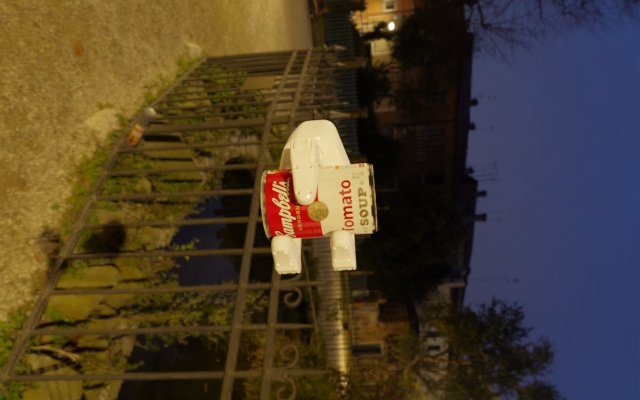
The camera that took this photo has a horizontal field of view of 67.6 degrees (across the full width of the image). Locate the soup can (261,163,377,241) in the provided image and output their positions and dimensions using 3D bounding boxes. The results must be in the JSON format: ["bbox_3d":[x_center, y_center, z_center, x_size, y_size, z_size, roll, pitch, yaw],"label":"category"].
[{"bbox_3d":[0.000,0.002,0.453,0.102,0.068,0.068,-4,0,5],"label":"soup can"}]
